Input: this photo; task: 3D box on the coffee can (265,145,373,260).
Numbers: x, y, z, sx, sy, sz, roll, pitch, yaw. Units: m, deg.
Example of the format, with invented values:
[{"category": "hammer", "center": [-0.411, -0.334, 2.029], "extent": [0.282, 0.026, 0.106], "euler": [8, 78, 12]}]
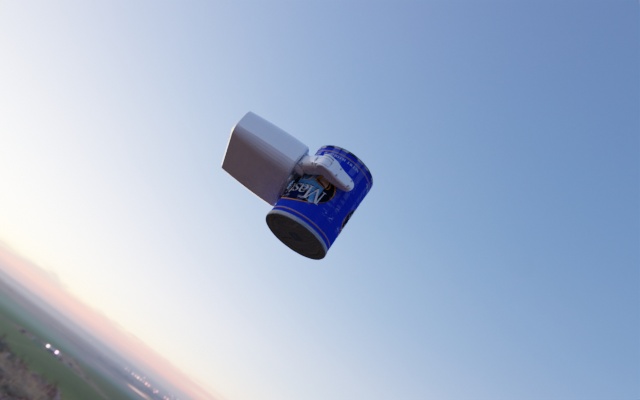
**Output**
[{"category": "coffee can", "center": [0.000, 0.003, 0.709], "extent": [0.103, 0.140, 0.103], "euler": [28, -28, 16]}]
